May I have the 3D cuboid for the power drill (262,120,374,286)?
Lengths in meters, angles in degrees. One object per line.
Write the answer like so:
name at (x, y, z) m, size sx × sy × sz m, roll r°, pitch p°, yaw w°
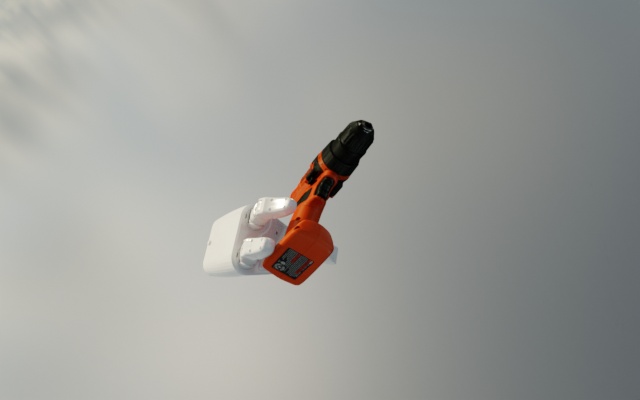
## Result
power drill at (0.000, 0.002, 0.610) m, size 0.057 × 0.187 × 0.184 m, roll 31°, pitch -47°, yaw -9°
